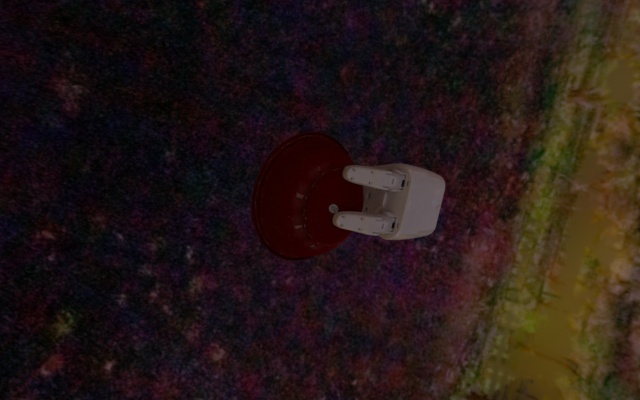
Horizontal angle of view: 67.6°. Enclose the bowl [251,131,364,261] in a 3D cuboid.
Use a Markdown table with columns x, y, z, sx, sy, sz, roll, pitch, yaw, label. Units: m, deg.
| x | y | z | sx | sy | sz | roll | pitch | yaw | label |
| --- | --- | --- | --- | --- | --- | --- | --- | --- | --- |
| -0.001 | 0.002 | 0.565 | 0.162 | 0.162 | 0.055 | 0 | 13 | -40 | bowl |
